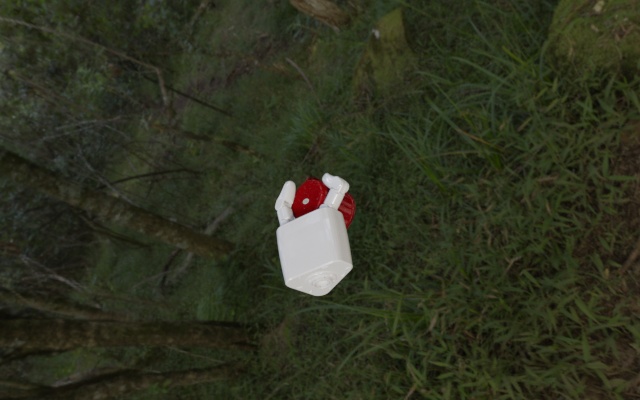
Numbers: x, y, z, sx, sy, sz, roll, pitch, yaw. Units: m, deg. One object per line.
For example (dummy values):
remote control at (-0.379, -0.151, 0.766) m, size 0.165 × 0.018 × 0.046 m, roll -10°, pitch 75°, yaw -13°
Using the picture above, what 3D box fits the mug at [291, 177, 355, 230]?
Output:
mug at (0.000, 0.002, 0.874) m, size 0.093 × 0.117 × 0.081 m, roll -37°, pitch -44°, yaw 29°
